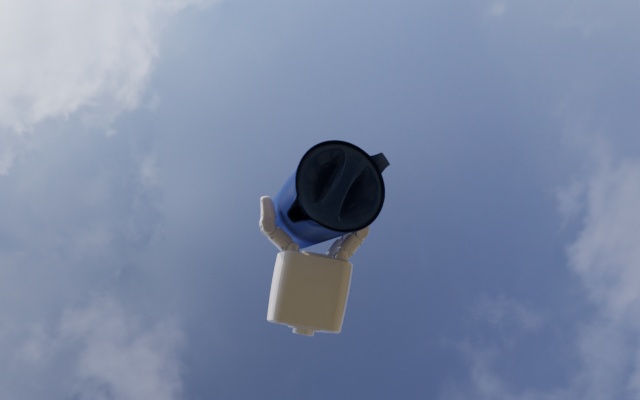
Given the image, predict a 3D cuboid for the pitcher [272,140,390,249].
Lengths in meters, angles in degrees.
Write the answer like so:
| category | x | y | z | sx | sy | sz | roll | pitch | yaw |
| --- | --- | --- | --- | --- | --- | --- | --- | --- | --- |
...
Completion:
| category | x | y | z | sx | sy | sz | roll | pitch | yaw |
| --- | --- | --- | --- | --- | --- | --- | --- | --- | --- |
| pitcher | 0.000 | 0.003 | 0.762 | 0.149 | 0.145 | 0.243 | 14 | -18 | -16 |
